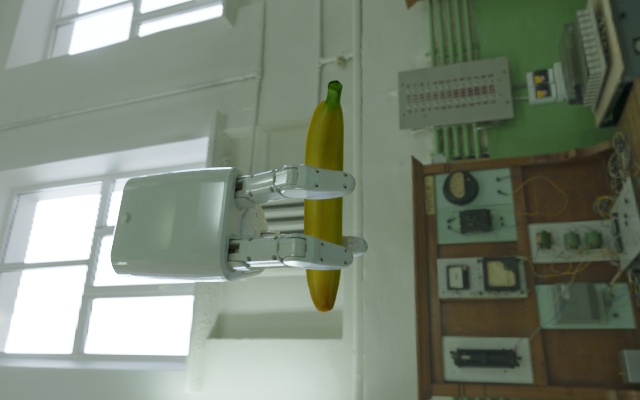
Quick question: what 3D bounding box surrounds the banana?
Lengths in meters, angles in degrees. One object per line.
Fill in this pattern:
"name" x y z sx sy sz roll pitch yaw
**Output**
"banana" 0.002 -0.003 0.434 0.037 0.198 0.069 1 3 5
